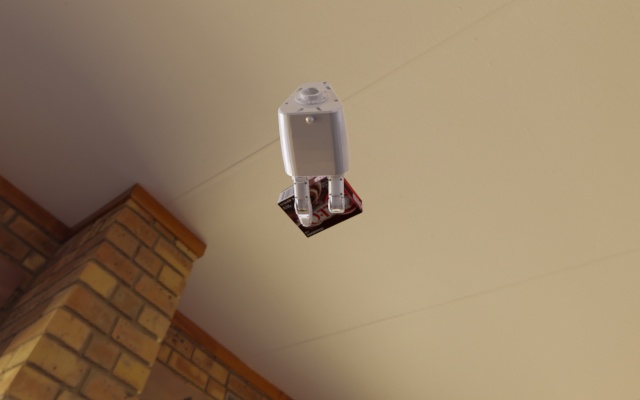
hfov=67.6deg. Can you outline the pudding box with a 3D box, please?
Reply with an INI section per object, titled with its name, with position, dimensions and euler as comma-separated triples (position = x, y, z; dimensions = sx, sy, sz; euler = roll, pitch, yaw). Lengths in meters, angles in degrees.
[pudding box]
position = 0.000, 0.002, 0.787
dimensions = 0.113, 0.090, 0.039
euler = -25, 32, 24
